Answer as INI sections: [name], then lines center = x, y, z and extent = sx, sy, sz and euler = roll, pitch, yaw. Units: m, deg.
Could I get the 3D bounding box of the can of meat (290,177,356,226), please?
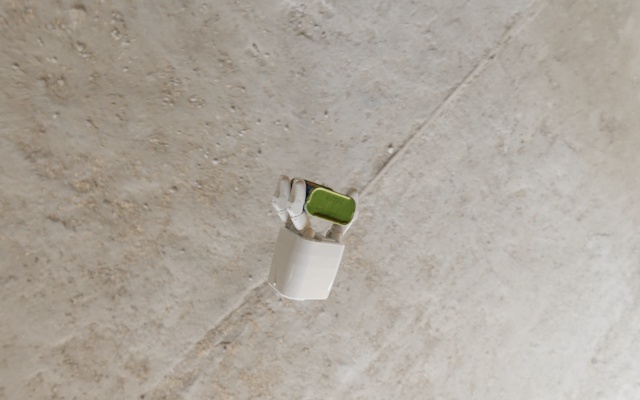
[can of meat]
center = 0.000, 0.003, 0.828
extent = 0.102, 0.057, 0.084
euler = 18, 2, -30
